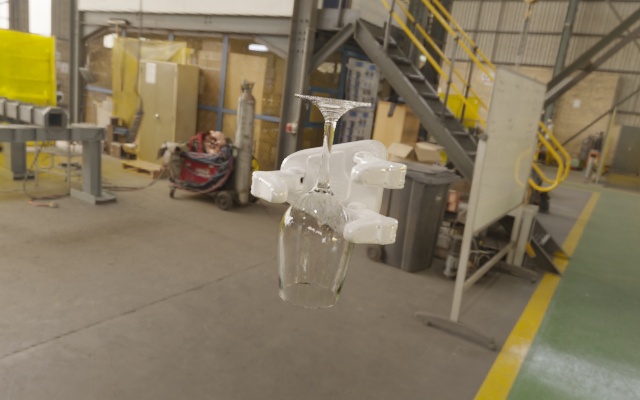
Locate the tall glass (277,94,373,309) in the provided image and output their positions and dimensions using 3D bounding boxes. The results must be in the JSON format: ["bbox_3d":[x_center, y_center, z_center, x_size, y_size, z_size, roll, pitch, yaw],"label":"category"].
[{"bbox_3d":[0.000,0.001,0.469,0.079,0.201,0.079,7,13,-2],"label":"tall glass"}]
